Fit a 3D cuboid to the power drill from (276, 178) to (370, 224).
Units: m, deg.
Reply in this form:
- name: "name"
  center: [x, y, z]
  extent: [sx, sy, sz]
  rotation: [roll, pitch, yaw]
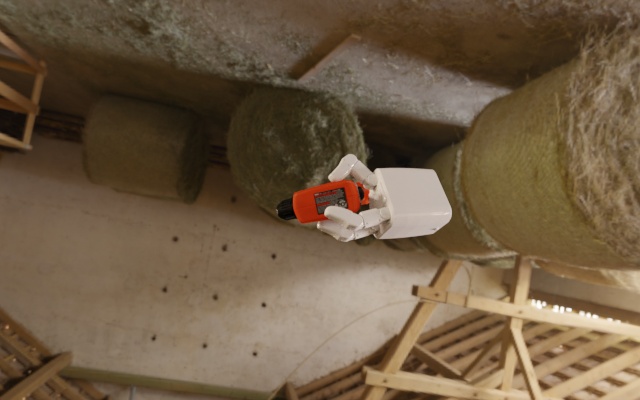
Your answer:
- name: "power drill"
  center: [0.000, 0.003, 0.842]
  extent: [0.184, 0.057, 0.187]
  rotation: [-15, 2, 4]
